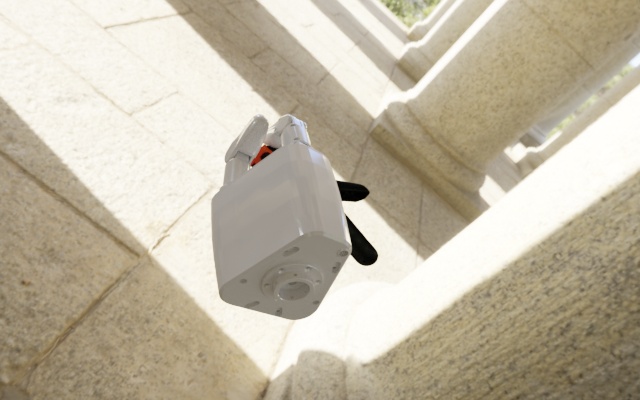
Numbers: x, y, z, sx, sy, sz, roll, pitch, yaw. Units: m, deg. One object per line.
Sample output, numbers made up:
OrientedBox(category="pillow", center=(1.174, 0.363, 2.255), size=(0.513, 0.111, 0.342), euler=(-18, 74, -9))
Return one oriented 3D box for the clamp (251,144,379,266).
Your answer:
OrientedBox(category="clamp", center=(0.000, 0.001, 0.516), size=(0.171, 0.120, 0.039), euler=(24, -57, -33))
